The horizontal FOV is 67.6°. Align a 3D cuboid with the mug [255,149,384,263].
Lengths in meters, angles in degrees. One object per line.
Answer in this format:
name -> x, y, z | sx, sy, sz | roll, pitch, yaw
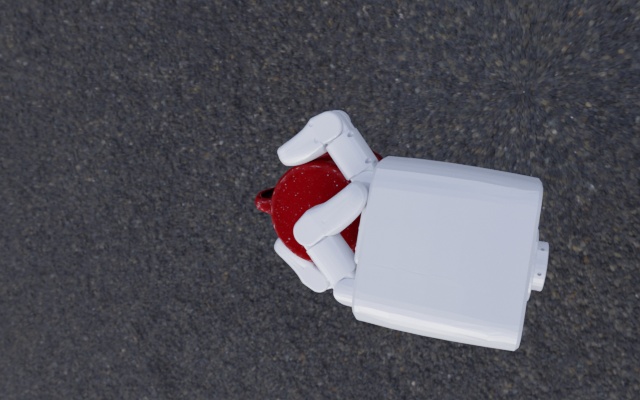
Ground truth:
mug -> -0.001, 0.001, 0.401 | 0.117, 0.093, 0.081 | 7, 15, 21
